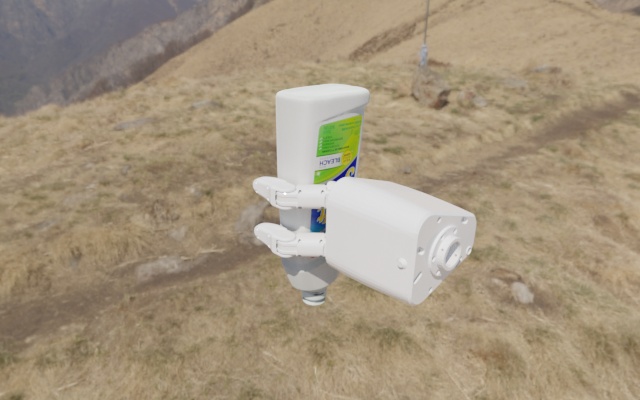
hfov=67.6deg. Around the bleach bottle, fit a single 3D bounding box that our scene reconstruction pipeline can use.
[{"bbox_3d":[0.000,0.002,0.541,0.102,0.251,0.068,-20,30,-40],"label":"bleach bottle"}]
